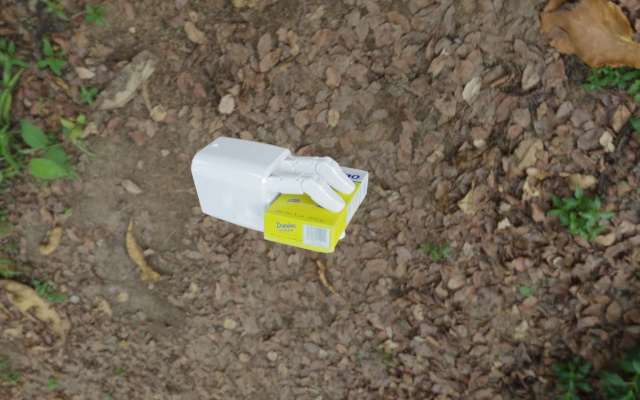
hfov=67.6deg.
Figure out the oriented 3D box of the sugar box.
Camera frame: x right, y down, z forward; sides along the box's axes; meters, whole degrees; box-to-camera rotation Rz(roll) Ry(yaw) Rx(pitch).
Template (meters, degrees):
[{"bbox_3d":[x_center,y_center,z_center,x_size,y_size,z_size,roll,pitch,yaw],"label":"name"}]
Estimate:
[{"bbox_3d":[0.000,0.002,0.654,0.093,0.048,0.176,11,31,14],"label":"sugar box"}]
